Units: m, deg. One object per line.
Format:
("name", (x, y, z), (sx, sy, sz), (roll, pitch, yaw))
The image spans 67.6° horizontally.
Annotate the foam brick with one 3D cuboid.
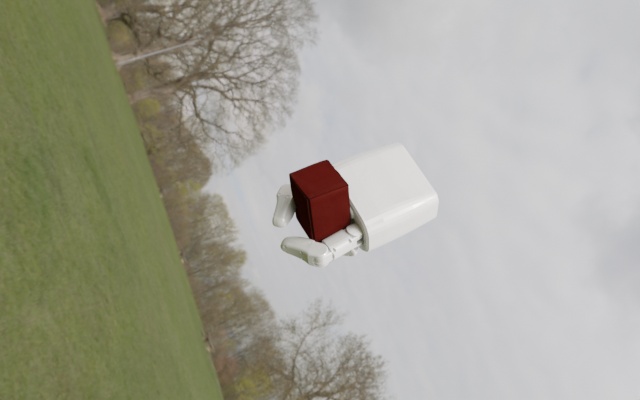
("foam brick", (0.000, 0.002, 0.557), (0.051, 0.078, 0.053), (-22, 48, -15))
